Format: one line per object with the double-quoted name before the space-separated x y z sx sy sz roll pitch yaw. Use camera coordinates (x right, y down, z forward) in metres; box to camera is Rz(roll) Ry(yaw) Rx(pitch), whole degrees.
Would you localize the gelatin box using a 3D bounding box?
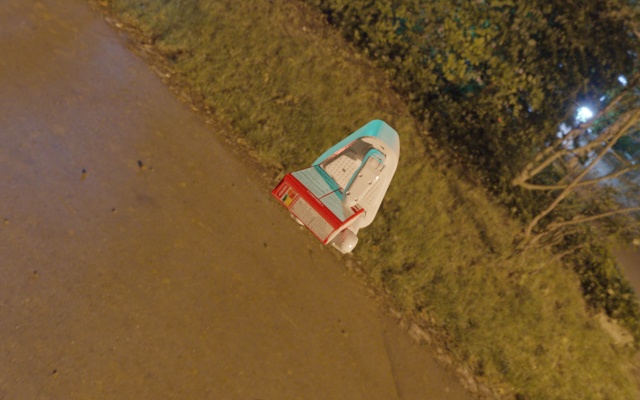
"gelatin box" 0.000 0.001 0.486 0.073 0.030 0.089 44 20 8
